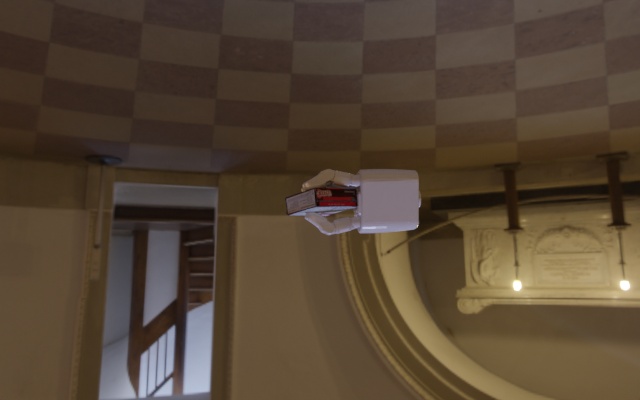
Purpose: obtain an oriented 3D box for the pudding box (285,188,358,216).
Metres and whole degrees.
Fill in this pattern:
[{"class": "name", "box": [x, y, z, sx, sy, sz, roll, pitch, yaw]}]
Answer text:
[{"class": "pudding box", "box": [0.000, 0.003, 0.873, 0.090, 0.039, 0.113, 2, -12, -32]}]
